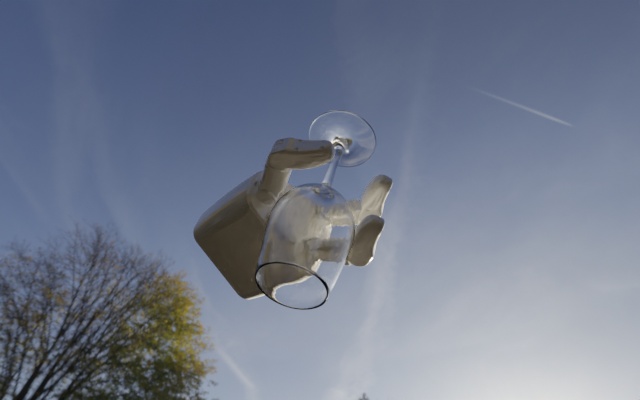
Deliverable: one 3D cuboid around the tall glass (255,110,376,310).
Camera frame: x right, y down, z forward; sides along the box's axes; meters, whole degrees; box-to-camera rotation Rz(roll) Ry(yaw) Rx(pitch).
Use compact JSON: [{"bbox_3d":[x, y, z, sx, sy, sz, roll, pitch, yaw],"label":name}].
[{"bbox_3d":[0.000,0.001,0.447,0.079,0.079,0.201,0,42,18],"label":"tall glass"}]
